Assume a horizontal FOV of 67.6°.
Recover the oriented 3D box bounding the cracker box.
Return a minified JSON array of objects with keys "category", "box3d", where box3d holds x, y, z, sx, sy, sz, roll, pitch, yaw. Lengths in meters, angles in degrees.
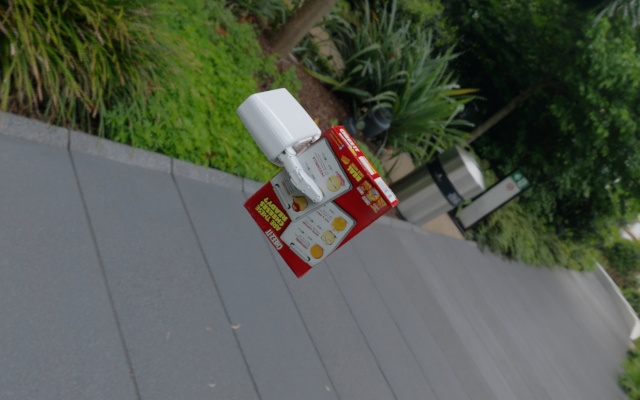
[{"category":"cracker box","box3d":[0.000,0.003,0.813,0.214,0.164,0.072,-39,-6,21]}]
